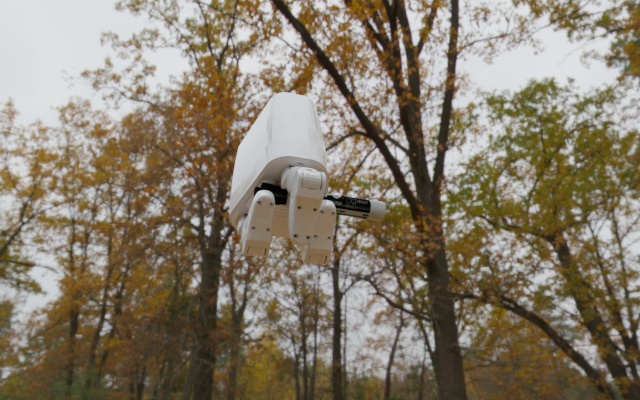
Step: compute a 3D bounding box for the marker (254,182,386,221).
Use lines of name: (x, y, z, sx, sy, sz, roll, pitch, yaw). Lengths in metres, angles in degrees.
marker: (0.000, 0.001, 0.431, 0.121, 0.020, 0.020, 9, -2, -15)
